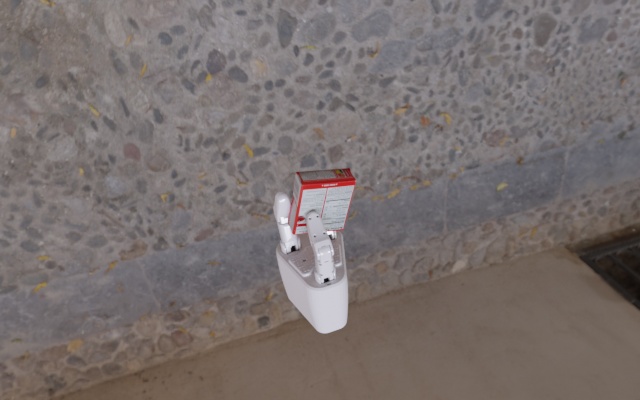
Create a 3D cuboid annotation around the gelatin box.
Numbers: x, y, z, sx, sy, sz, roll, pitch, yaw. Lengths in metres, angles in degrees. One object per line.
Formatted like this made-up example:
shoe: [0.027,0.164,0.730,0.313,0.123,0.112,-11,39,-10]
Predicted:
gelatin box: [0.000,0.002,0.616,0.073,0.089,0.030,-5,43,-20]
